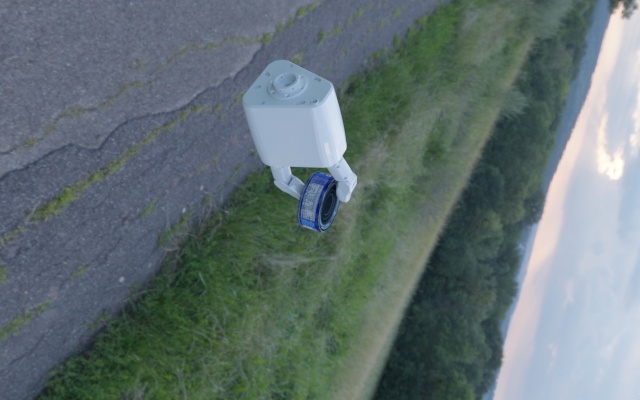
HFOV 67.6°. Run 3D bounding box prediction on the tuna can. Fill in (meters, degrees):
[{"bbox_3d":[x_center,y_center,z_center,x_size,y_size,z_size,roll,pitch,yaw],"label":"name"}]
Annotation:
[{"bbox_3d":[0.001,0.002,0.699,0.034,0.086,0.086,17,5,19],"label":"tuna can"}]
